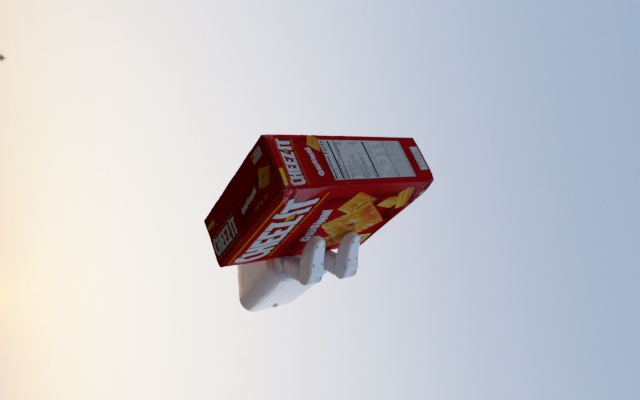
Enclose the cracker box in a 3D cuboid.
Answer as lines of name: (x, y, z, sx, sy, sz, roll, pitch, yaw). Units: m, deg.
cracker box: (0.000, 0.002, 0.545, 0.213, 0.072, 0.164, -5, -29, -38)
